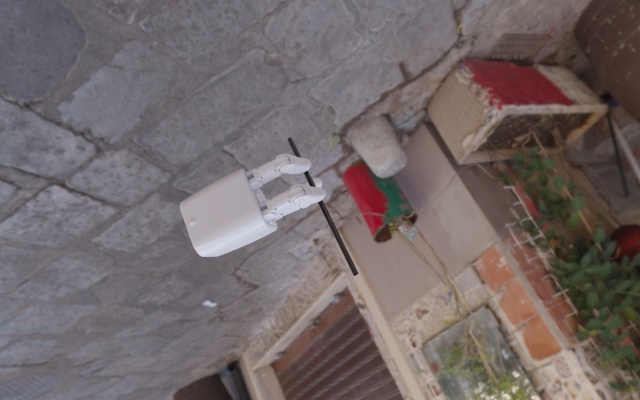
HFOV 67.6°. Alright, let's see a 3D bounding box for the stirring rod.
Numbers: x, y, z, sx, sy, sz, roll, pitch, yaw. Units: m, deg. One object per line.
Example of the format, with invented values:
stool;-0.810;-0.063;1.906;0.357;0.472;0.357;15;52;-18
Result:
stirring rod;0.000;0.002;0.699;0.011;0.239;0.011;-22;-24;-10
